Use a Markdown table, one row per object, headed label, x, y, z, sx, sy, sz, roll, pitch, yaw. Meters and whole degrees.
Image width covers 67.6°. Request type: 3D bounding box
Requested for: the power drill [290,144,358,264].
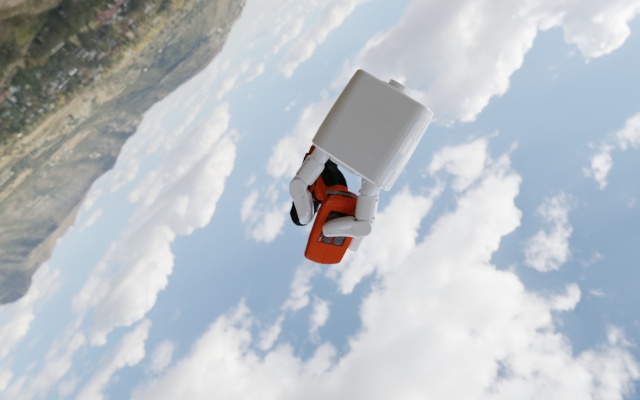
| label | x | y | z | sx | sy | sz | roll | pitch | yaw |
| --- | --- | --- | --- | --- | --- | --- | --- | --- | --- |
| power drill | 0.000 | 0.002 | 0.682 | 0.057 | 0.184 | 0.187 | 10 | 33 | -16 |
